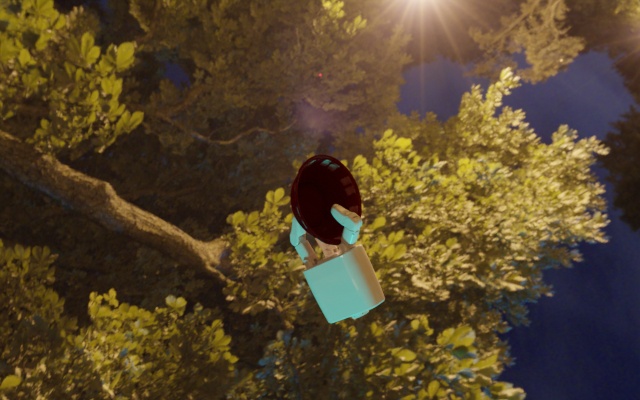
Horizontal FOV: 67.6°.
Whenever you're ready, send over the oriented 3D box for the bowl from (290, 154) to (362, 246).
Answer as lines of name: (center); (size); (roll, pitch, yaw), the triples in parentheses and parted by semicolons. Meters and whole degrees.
bowl: (0.000, 0.002, 0.849); (0.162, 0.162, 0.055); (0, -11, -44)
